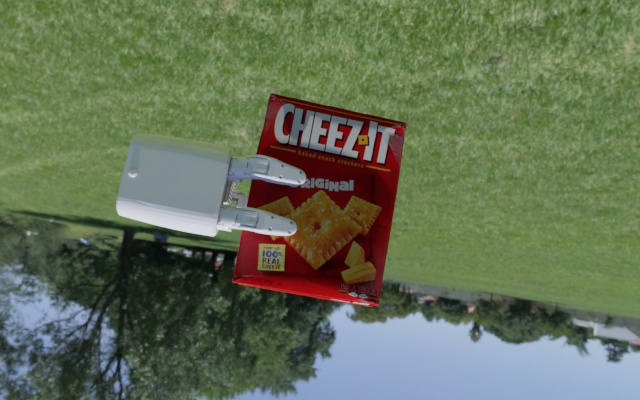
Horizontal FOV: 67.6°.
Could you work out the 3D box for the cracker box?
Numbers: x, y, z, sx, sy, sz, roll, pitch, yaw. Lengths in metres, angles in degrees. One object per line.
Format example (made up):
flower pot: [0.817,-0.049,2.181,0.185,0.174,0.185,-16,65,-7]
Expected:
cracker box: [0.000,0.002,0.549,0.164,0.213,0.072,11,-8,-6]
